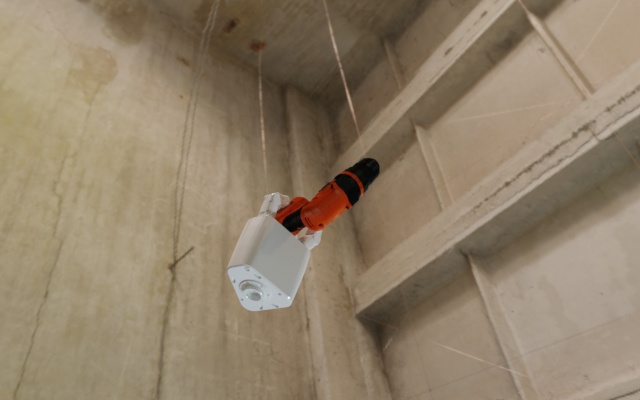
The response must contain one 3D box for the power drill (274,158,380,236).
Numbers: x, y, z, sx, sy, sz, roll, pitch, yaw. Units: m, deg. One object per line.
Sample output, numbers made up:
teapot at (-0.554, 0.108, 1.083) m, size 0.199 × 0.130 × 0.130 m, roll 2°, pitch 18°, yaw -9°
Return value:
power drill at (0.000, 0.003, 0.818) m, size 0.184 × 0.057 × 0.188 m, roll -39°, pitch 6°, yaw -38°
